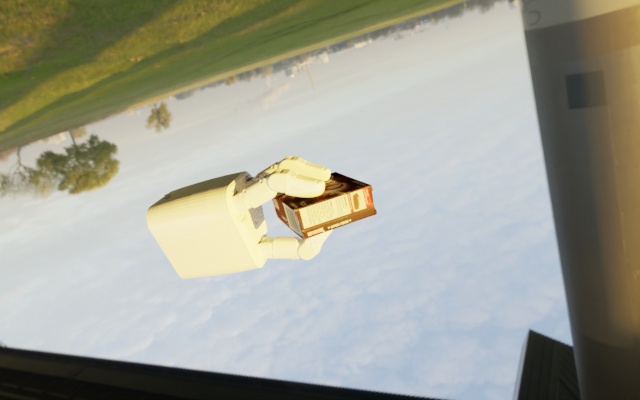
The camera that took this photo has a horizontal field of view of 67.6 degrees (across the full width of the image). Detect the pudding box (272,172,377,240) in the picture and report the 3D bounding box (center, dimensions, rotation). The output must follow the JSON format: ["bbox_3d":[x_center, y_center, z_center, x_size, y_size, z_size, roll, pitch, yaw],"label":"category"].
[{"bbox_3d":[0.000,0.002,0.547,0.090,0.039,0.113,-19,18,-15],"label":"pudding box"}]
